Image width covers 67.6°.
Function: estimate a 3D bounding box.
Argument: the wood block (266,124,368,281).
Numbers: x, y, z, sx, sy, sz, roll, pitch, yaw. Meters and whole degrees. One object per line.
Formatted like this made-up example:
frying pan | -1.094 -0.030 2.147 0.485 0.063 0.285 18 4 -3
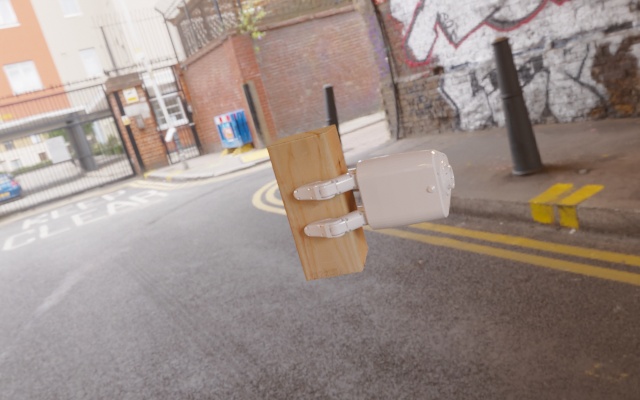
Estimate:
wood block | 0.001 0.002 0.712 0.090 0.206 0.090 -12 13 14
